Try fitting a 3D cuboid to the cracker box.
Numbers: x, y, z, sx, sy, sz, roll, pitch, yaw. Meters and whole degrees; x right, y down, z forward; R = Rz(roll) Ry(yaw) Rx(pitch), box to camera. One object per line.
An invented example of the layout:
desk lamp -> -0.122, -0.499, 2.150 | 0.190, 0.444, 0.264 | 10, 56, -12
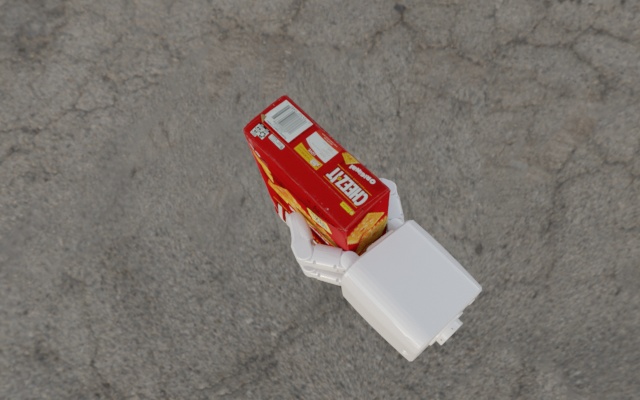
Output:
cracker box -> 0.000, 0.002, 0.571 | 0.072, 0.164, 0.214 | -40, -22, -13
